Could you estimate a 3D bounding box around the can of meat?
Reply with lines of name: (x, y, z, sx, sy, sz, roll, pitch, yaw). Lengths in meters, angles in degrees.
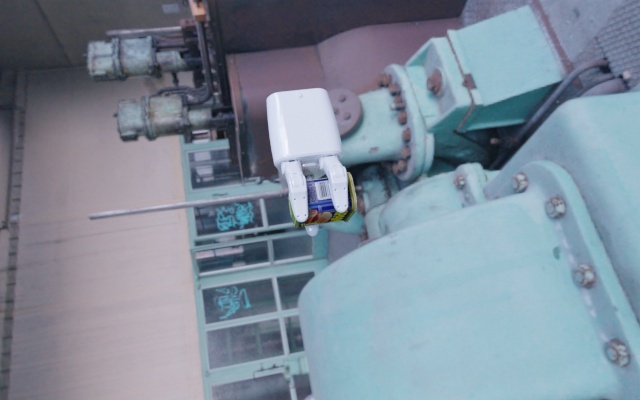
can of meat: (0.000, 0.002, 0.693, 0.084, 0.057, 0.102, -8, -14, -9)
